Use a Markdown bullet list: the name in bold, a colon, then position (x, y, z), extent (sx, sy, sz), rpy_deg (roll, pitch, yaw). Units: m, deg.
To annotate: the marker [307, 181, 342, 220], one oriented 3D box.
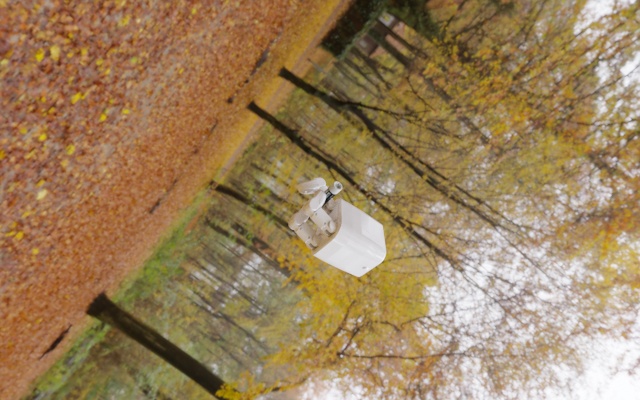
- **marker**: position (0.000, 0.003, 0.889), extent (0.020, 0.020, 0.121), rpy_deg (0, -29, -36)
